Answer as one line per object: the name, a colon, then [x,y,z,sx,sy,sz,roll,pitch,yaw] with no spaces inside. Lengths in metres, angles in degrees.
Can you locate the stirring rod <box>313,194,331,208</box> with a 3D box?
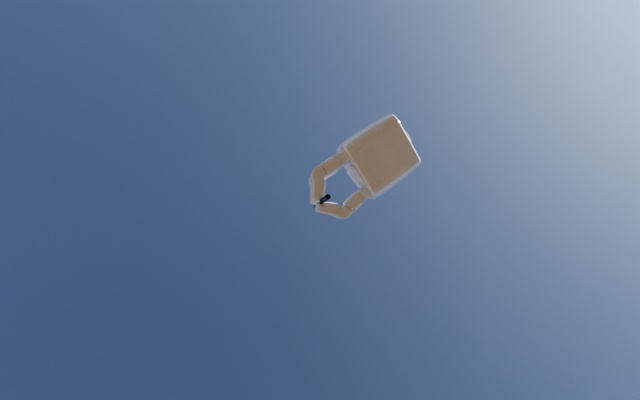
stirring rod: [0.000,0.003,0.821,0.011,0.011,0.239,0,-4,-5]
